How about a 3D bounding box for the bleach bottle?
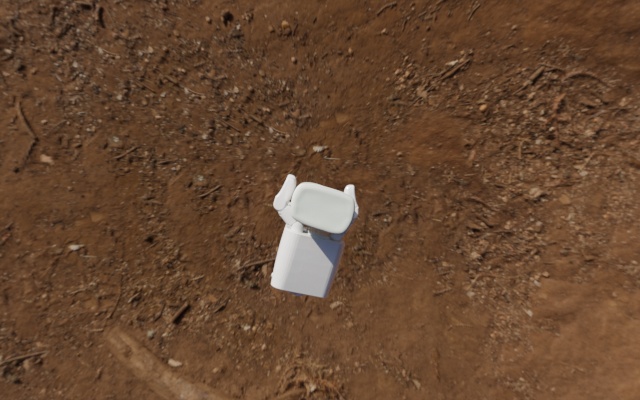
[{"bbox_3d":[0.000,0.003,0.861,0.102,0.068,0.251,17,4,-2],"label":"bleach bottle"}]
